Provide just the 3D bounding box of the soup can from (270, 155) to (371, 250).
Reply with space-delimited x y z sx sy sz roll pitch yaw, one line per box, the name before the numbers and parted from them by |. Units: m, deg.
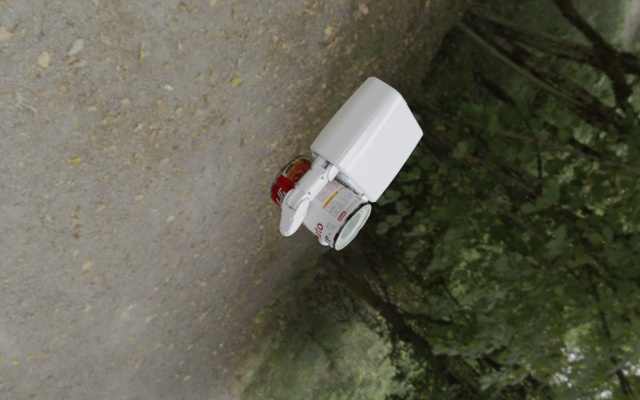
soup can | 0.000 0.002 0.561 0.102 0.068 0.068 37 14 20
